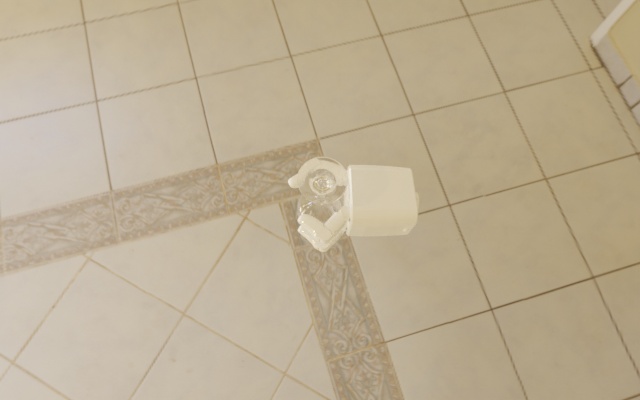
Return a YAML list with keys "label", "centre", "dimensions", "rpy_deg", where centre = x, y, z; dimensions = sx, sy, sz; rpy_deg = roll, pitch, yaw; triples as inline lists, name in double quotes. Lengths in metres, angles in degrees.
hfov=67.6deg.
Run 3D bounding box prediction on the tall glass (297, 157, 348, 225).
- label: "tall glass"
  centre: [0.000, 0.002, 0.783]
  dimensions: [0.079, 0.079, 0.201]
  rpy_deg: [0, -19, -2]
